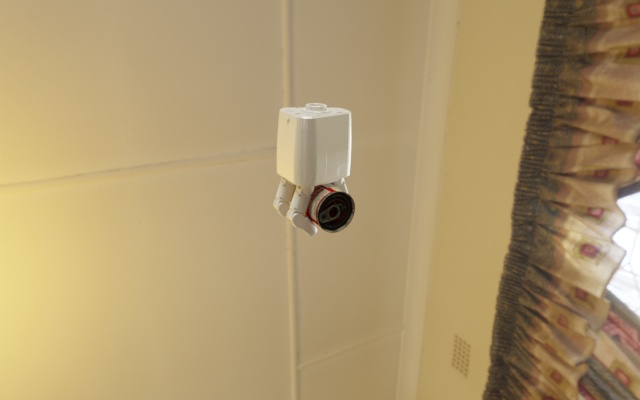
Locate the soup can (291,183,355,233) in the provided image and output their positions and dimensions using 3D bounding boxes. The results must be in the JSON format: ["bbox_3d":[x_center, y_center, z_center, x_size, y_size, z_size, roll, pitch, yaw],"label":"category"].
[{"bbox_3d":[0.000,0.003,0.773,0.068,0.068,0.102,0,18,-31],"label":"soup can"}]
